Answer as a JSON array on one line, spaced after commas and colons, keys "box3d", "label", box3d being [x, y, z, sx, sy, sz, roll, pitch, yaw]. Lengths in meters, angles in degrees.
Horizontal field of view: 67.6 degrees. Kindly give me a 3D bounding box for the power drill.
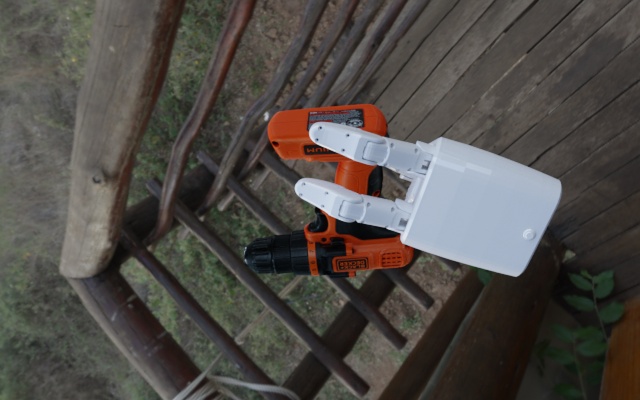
[{"box3d": [0.000, 0.001, 0.477, 0.184, 0.188, 0.057, -5, 40, 3], "label": "power drill"}]
